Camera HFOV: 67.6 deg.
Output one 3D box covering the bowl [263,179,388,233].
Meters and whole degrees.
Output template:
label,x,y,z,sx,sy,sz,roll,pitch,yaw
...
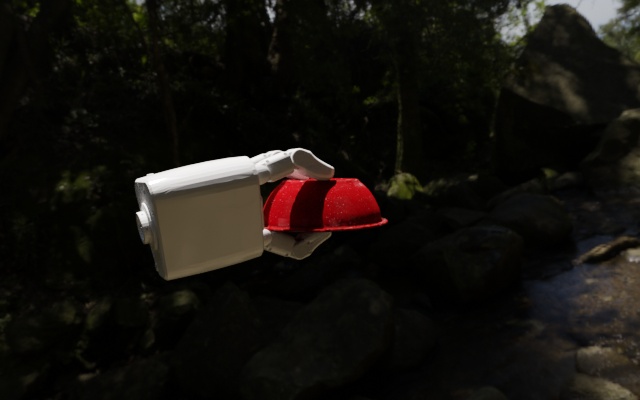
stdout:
label,x,y,z,sx,sy,sz,roll,pitch,yaw
bowl,0.001,0.001,0.581,0.162,0.055,0.162,-1,4,0
